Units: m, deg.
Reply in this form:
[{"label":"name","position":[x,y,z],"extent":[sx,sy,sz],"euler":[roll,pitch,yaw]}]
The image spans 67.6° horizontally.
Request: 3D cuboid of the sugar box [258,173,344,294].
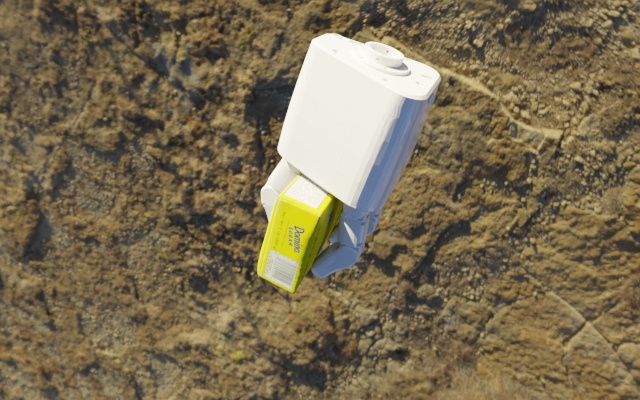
[{"label":"sugar box","position":[0.001,0.002,0.475],"extent":[0.048,0.093,0.176],"euler":[25,34,10]}]
